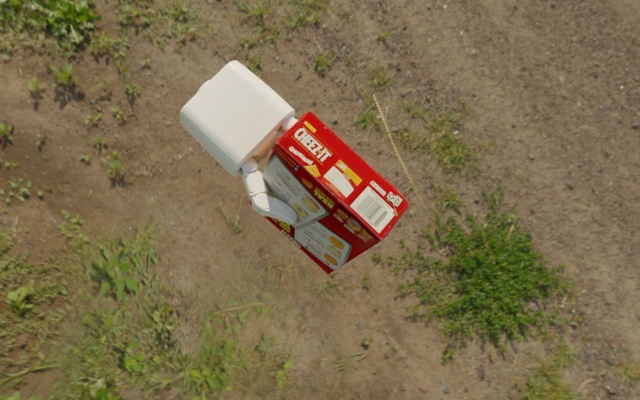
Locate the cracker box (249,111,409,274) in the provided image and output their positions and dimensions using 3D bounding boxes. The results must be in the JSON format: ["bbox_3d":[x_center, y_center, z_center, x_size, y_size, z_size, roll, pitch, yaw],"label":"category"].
[{"bbox_3d":[0.000,0.002,0.634,0.072,0.164,0.214,-47,-1,-24],"label":"cracker box"}]
